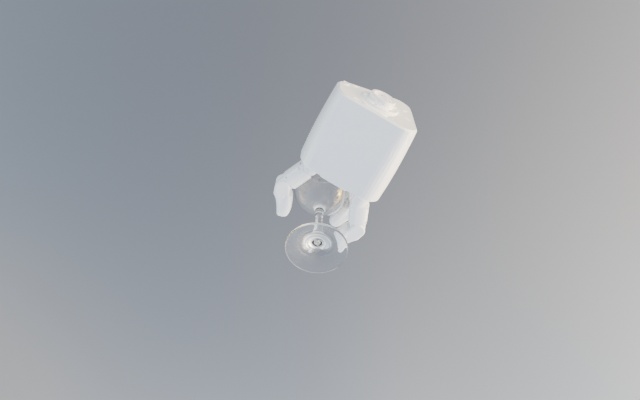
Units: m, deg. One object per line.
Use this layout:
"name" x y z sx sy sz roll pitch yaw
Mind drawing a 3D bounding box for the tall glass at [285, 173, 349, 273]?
"tall glass" 0.000 0.003 0.639 0.079 0.079 0.201 0 33 3
